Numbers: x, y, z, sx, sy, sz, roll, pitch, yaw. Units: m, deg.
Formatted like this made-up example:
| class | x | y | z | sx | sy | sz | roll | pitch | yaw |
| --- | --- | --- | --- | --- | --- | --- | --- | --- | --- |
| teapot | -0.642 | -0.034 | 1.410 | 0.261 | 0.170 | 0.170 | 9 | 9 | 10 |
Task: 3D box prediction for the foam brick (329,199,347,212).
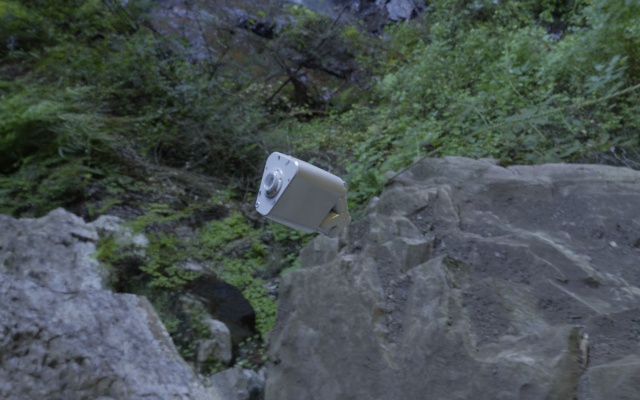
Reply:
| class | x | y | z | sx | sy | sz | roll | pitch | yaw |
| --- | --- | --- | --- | --- | --- | --- | --- | --- | --- |
| foam brick | 0.000 | 0.003 | 0.881 | 0.051 | 0.053 | 0.078 | 20 | 5 | -41 |
